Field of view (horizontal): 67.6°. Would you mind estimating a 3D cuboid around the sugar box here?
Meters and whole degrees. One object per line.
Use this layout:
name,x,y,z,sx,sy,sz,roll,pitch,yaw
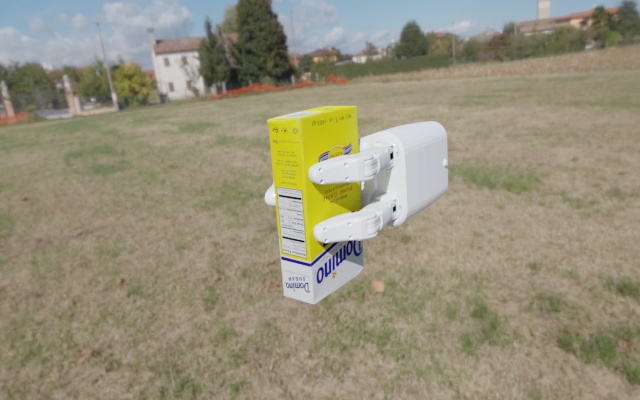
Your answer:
sugar box,0.001,0.001,0.465,0.048,0.176,0.093,6,19,37
